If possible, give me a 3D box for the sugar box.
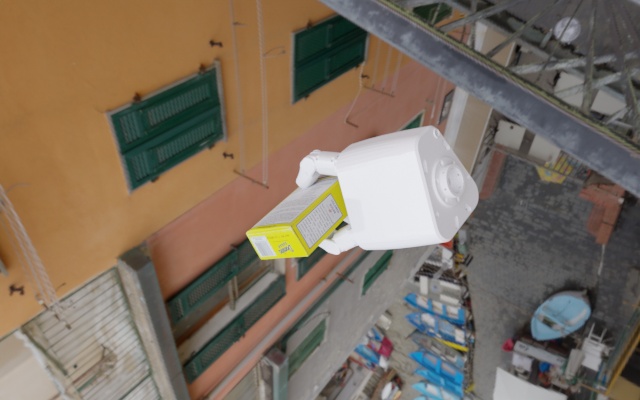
[{"bbox_3d":[0.000,0.002,0.583,0.093,0.048,0.176,-10,23,49],"label":"sugar box"}]
